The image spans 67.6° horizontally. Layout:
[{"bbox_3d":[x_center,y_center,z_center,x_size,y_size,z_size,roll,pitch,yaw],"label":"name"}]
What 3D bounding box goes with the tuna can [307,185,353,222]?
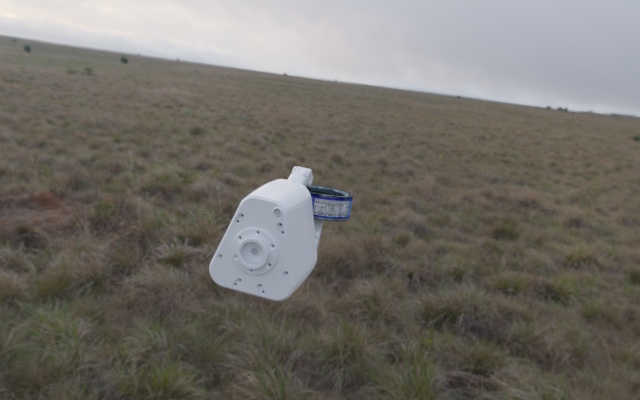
[{"bbox_3d":[0.000,0.002,0.651,0.086,0.034,0.086,9,9,-1],"label":"tuna can"}]
